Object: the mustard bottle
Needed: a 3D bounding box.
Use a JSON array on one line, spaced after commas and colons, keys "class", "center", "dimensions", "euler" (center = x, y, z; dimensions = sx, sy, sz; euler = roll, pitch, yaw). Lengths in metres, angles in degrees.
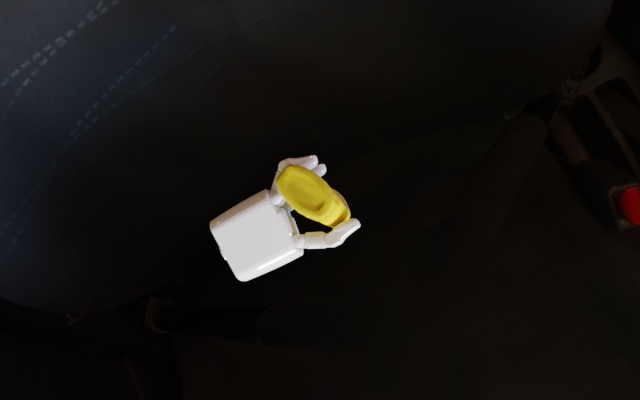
[{"class": "mustard bottle", "center": [0.000, 0.002, 0.745], "dimensions": [0.096, 0.058, 0.192], "euler": [39, 1, 17]}]
